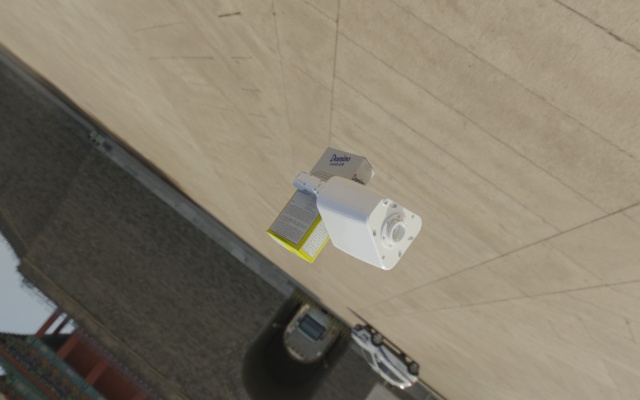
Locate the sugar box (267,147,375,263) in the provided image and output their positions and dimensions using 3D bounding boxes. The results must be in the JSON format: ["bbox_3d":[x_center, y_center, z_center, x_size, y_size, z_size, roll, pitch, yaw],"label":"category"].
[{"bbox_3d":[0.000,0.003,0.749,0.093,0.176,0.048,24,-19,48],"label":"sugar box"}]
